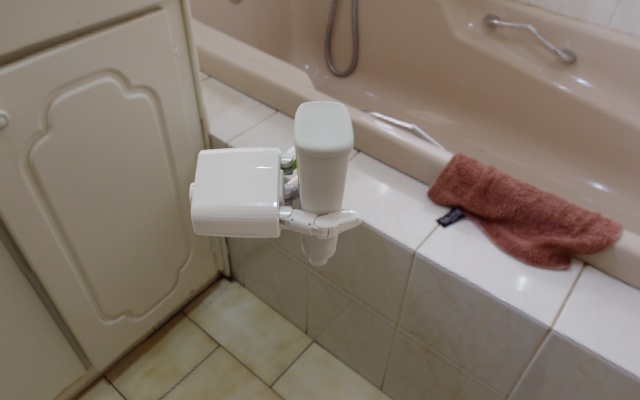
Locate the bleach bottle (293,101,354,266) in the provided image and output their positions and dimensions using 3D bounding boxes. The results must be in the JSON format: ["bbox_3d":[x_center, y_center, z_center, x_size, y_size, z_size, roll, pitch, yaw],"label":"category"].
[{"bbox_3d":[0.000,0.002,0.626,0.068,0.251,0.102,0,43,-2],"label":"bleach bottle"}]
